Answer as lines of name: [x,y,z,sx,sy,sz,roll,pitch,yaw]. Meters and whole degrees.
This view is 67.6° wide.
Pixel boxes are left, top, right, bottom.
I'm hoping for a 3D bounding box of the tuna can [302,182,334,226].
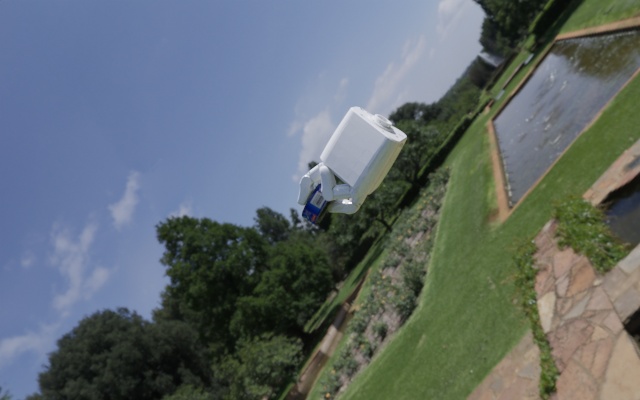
tuna can: [0.000,0.003,0.894,0.034,0.086,0.086,31,4,8]
